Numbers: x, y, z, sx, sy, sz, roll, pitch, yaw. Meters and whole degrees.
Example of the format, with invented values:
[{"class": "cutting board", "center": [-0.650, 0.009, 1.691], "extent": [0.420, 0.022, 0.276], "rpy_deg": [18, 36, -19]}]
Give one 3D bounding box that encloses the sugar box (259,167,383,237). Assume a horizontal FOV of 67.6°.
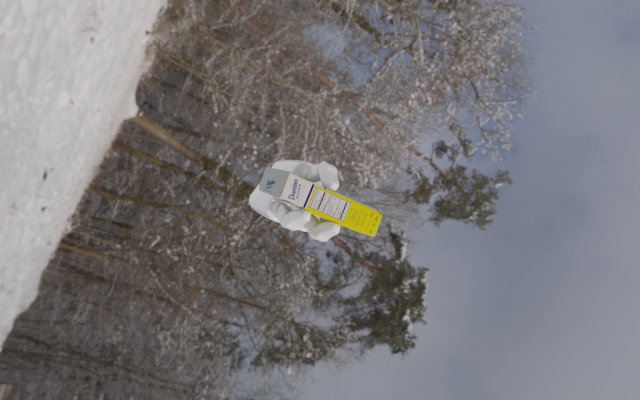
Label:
[{"class": "sugar box", "center": [0.000, 0.003, 0.734], "extent": [0.176, 0.048, 0.093], "rpy_deg": [21, -2, -28]}]
